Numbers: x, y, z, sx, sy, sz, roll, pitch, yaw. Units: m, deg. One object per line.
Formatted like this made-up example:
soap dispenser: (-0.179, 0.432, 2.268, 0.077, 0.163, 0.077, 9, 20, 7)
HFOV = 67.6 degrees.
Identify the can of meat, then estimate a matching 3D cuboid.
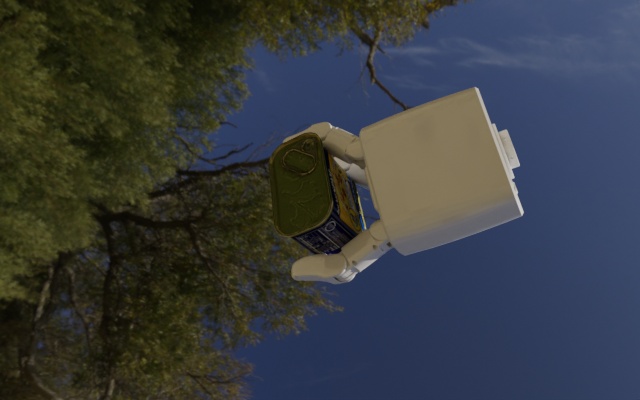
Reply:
can of meat: (0.000, 0.002, 0.450, 0.057, 0.102, 0.084, -23, -37, 20)
